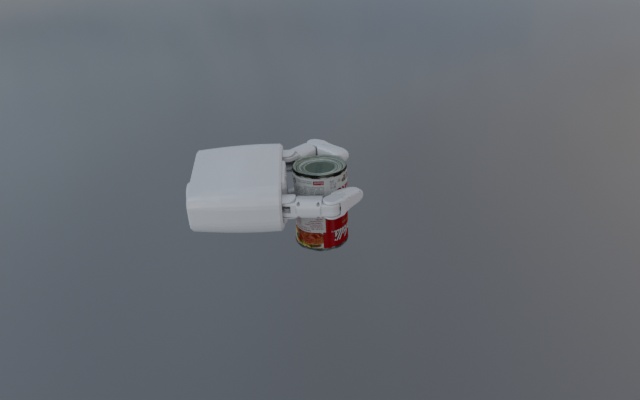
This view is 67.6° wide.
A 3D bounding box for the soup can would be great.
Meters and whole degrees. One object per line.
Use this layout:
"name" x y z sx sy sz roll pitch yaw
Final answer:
"soup can" 0.001 0.002 0.592 0.068 0.102 0.068 -2 27 1
